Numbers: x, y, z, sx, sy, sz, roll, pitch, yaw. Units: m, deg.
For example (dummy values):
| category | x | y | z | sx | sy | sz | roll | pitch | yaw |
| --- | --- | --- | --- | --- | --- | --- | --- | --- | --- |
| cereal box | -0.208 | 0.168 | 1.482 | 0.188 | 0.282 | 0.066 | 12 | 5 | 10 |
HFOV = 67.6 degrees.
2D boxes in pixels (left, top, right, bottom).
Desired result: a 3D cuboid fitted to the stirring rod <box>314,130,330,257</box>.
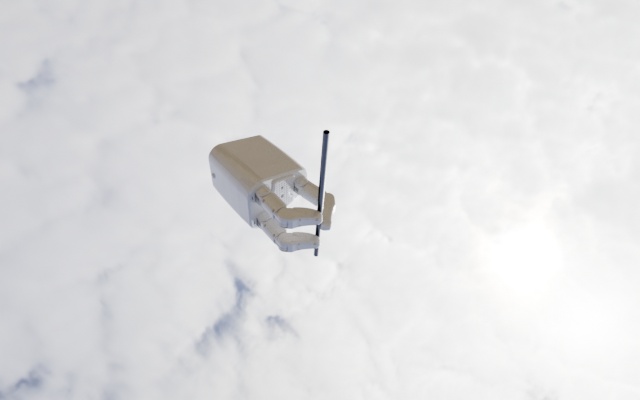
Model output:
| category | x | y | z | sx | sy | sz | roll | pitch | yaw |
| --- | --- | --- | --- | --- | --- | --- | --- | --- | --- |
| stirring rod | 0.000 | 0.002 | 0.628 | 0.011 | 0.011 | 0.240 | 0 | -41 | -4 |
